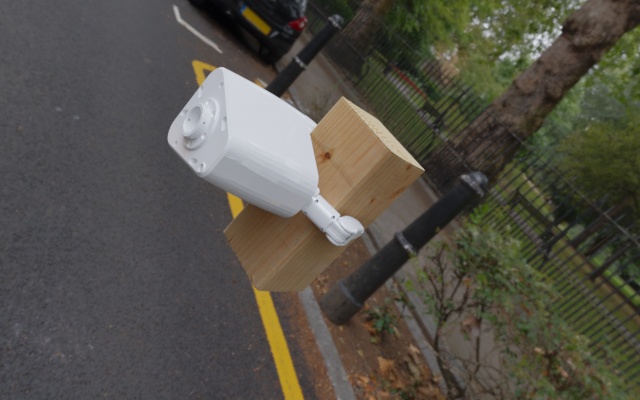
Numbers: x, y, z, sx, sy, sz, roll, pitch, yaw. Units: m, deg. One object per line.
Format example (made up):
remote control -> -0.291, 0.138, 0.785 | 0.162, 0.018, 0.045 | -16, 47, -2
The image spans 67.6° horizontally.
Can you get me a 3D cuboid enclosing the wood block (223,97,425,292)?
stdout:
wood block -> 0.000, 0.002, 0.533 | 0.206, 0.090, 0.090 | -46, -31, 18
